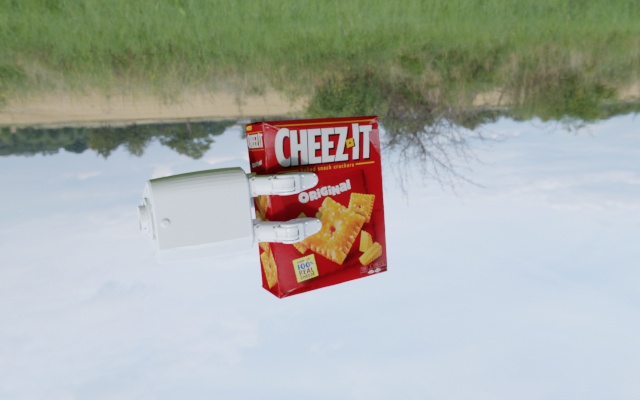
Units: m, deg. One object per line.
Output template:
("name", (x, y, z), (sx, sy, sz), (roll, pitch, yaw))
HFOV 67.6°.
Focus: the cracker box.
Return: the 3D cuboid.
("cracker box", (0.000, 0.002, 0.617), (0.164, 0.214, 0.072), (-8, 9, -27))
